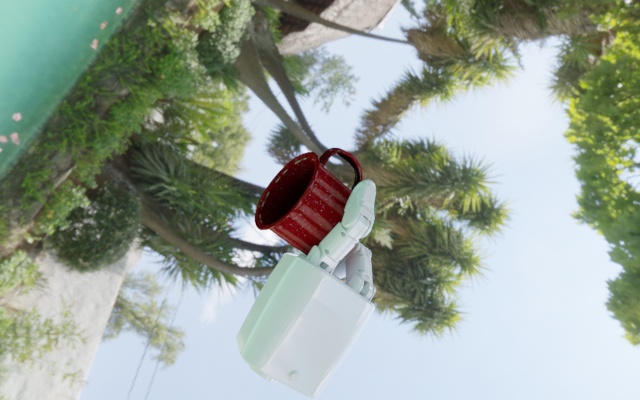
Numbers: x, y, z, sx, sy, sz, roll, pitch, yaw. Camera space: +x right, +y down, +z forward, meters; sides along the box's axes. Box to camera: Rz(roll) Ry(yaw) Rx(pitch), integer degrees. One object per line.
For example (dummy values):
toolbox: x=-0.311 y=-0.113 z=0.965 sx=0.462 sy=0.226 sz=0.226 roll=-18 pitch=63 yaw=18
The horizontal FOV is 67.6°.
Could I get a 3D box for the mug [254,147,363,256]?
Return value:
mug: x=0.001 y=0.001 z=0.488 sx=0.081 sy=0.117 sz=0.093 roll=38 pitch=-10 yaw=-26
